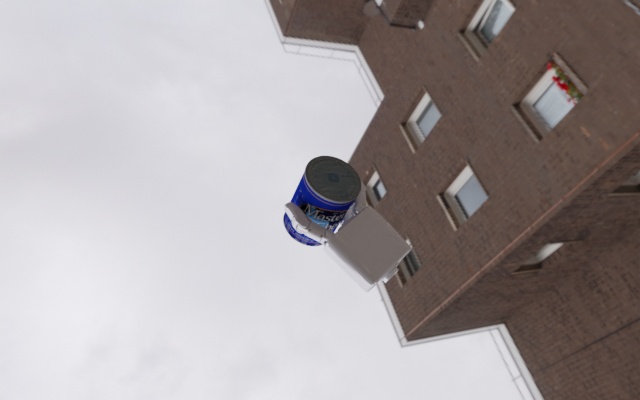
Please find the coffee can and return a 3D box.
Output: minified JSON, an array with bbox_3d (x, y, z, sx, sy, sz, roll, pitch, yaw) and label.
[{"bbox_3d":[0.000,0.003,0.866,0.103,0.102,0.140,0,-37,-24],"label":"coffee can"}]
